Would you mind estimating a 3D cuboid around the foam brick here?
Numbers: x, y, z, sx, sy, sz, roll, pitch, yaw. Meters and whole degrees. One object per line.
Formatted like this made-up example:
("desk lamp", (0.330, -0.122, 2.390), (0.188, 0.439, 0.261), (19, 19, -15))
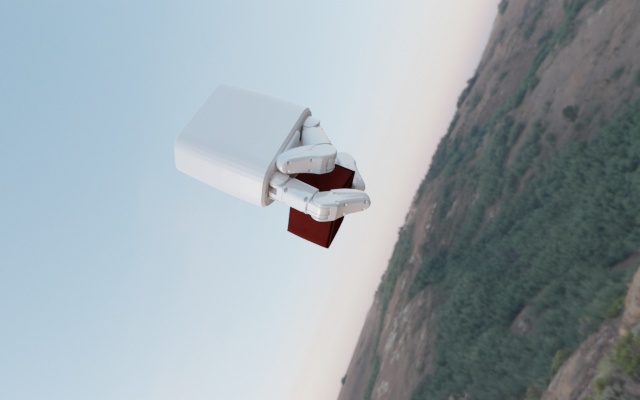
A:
("foam brick", (0.000, 0.002, 0.520), (0.051, 0.078, 0.053), (20, 42, 11))
